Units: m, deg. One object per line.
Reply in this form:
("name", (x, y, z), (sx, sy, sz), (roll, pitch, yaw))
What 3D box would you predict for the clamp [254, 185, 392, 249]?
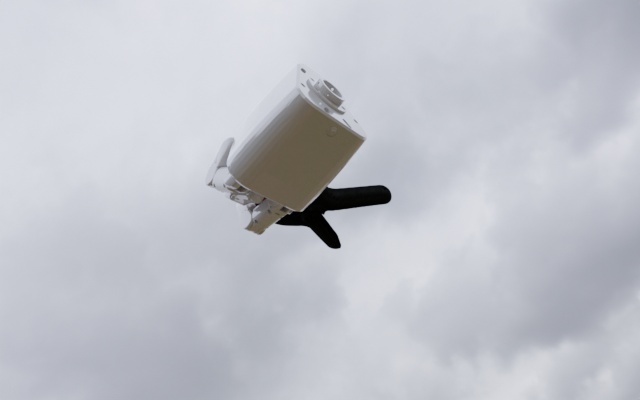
("clamp", (0.000, 0.001, 0.571), (0.171, 0.039, 0.120), (23, -57, -40))
